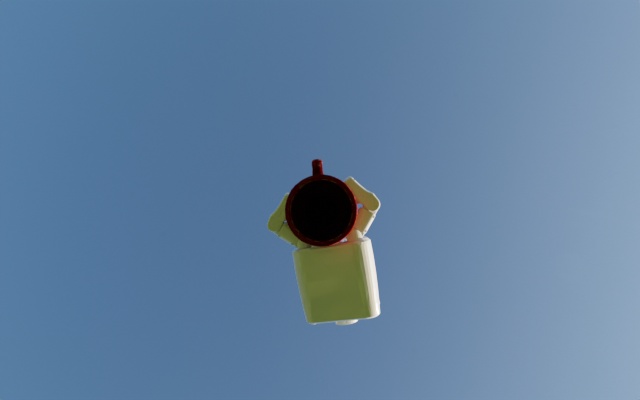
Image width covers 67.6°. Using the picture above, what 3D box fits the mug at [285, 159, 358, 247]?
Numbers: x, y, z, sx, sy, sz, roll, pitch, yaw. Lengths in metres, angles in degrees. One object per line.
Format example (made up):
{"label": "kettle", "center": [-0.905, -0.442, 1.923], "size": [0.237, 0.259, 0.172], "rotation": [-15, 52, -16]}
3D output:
{"label": "mug", "center": [0.000, 0.001, 0.651], "size": [0.093, 0.117, 0.081], "rotation": [-8, -2, 1]}
